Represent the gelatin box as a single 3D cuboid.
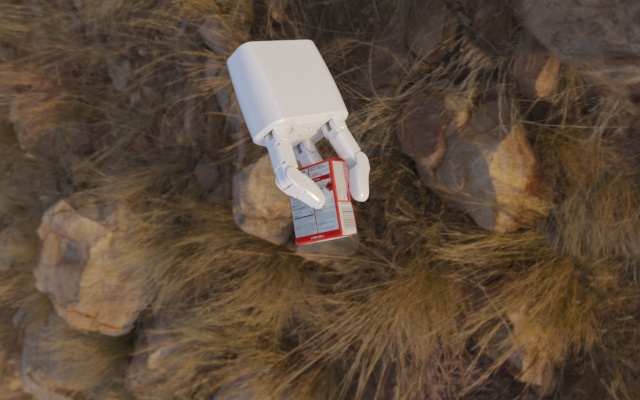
[{"bbox_3d":[0.000,0.002,0.550,0.073,0.089,0.030,-15,-10,41],"label":"gelatin box"}]
